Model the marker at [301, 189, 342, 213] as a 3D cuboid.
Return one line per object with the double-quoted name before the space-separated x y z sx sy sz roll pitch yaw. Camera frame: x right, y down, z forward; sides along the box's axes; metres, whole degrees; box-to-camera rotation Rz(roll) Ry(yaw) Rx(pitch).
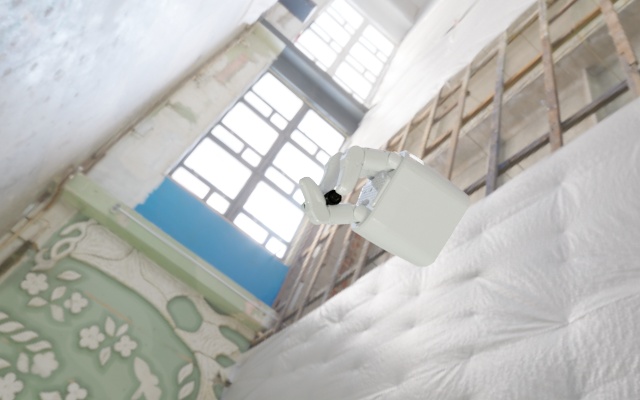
"marker" 0.000 0.002 0.610 0.020 0.020 0.121 0 -7 -18
